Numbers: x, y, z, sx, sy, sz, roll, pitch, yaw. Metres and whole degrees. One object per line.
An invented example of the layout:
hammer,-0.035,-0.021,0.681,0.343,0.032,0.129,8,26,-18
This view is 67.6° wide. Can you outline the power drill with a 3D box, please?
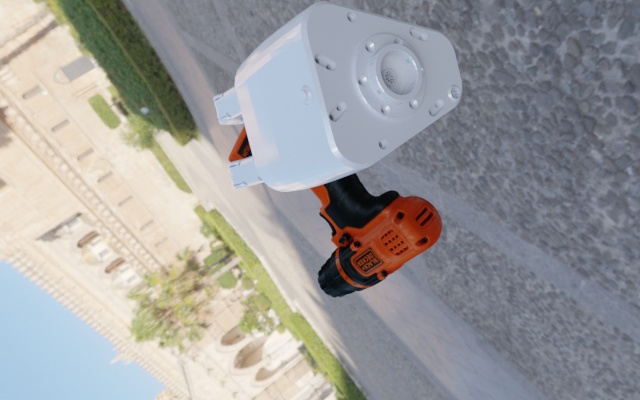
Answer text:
power drill,0.000,0.001,0.447,0.057,0.187,0.184,-42,-2,-37
